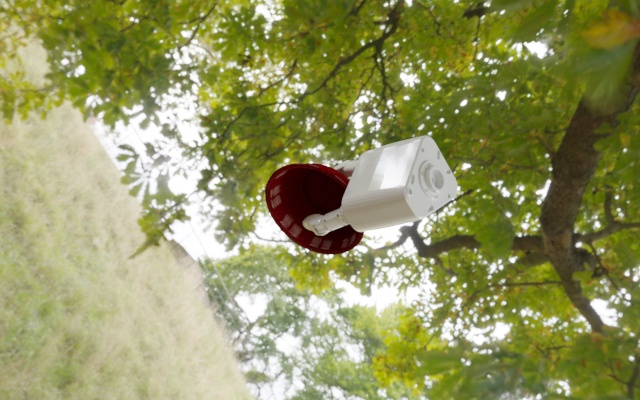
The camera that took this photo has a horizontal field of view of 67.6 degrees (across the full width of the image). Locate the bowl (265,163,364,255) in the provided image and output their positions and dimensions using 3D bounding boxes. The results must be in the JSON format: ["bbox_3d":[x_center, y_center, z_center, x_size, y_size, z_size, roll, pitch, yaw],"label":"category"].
[{"bbox_3d":[-0.001,0.002,0.714,0.162,0.162,0.055,0,34,30],"label":"bowl"}]
